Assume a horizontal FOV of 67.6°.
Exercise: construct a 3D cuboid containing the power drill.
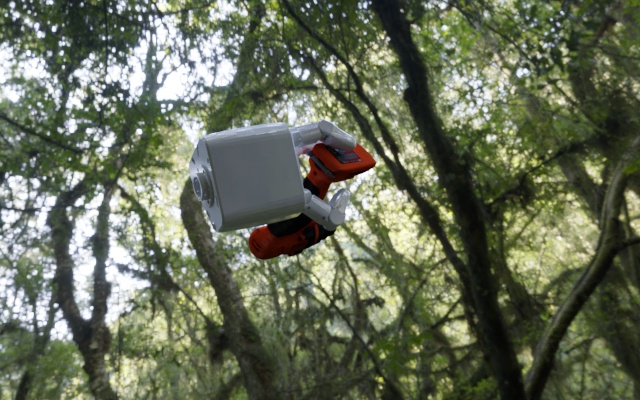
[{"bbox_3d":[0.000,0.002,0.689,0.057,0.188,0.184,45,31,20],"label":"power drill"}]
